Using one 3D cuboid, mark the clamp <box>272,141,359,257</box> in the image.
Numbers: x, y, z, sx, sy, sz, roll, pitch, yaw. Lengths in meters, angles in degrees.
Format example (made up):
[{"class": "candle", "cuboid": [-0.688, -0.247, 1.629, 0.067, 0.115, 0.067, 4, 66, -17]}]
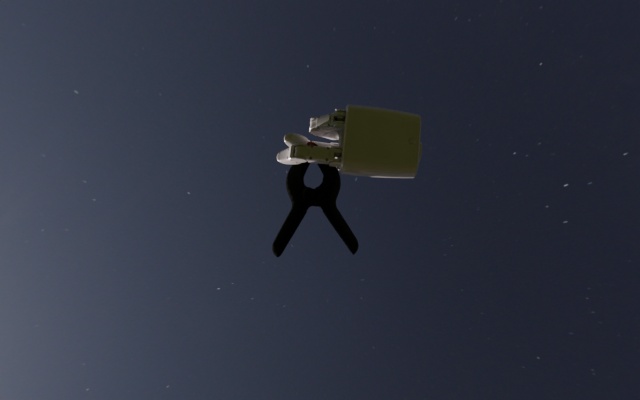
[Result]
[{"class": "clamp", "cuboid": [0.000, 0.002, 0.686, 0.120, 0.171, 0.039, 7, -9, -2]}]
